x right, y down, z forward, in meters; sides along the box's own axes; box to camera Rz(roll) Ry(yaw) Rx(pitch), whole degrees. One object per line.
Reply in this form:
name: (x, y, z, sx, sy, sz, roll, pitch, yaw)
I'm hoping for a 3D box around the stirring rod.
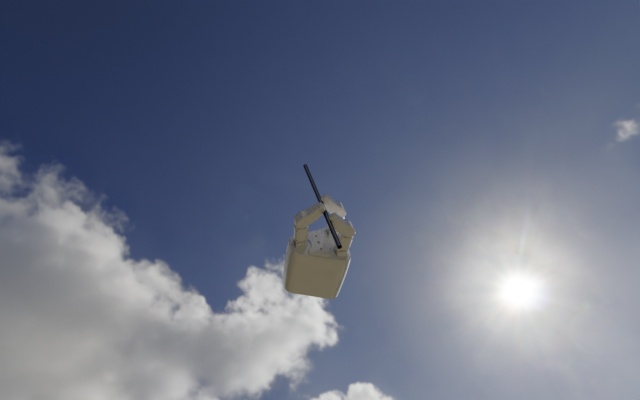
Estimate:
stirring rod: (0.000, 0.003, 0.852, 0.011, 0.011, 0.239, 0, 37, -18)
